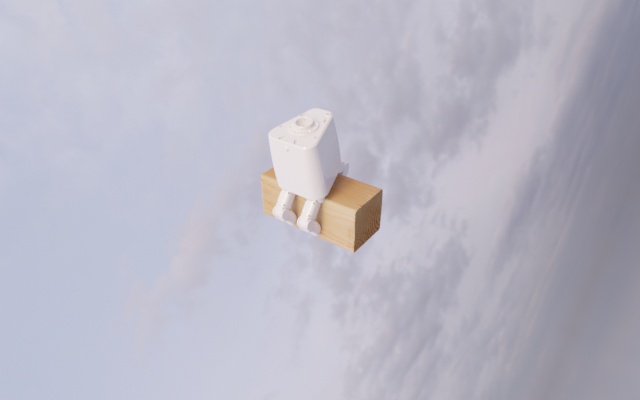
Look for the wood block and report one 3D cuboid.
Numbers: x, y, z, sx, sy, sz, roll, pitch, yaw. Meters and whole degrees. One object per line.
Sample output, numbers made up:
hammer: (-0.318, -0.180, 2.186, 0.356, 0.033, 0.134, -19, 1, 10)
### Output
wood block: (0.000, 0.002, 0.870, 0.206, 0.090, 0.090, 22, 40, 30)
